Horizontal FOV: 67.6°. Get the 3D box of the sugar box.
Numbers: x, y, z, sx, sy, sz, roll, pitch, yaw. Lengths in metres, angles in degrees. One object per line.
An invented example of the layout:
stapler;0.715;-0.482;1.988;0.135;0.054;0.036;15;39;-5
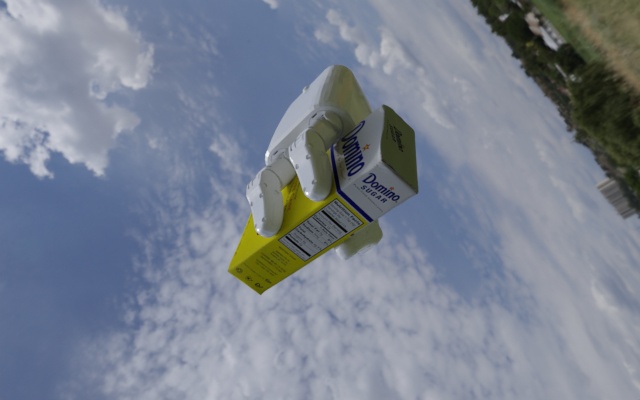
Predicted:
sugar box;0.000;0.001;0.405;0.048;0.093;0.176;39;-58;-19
